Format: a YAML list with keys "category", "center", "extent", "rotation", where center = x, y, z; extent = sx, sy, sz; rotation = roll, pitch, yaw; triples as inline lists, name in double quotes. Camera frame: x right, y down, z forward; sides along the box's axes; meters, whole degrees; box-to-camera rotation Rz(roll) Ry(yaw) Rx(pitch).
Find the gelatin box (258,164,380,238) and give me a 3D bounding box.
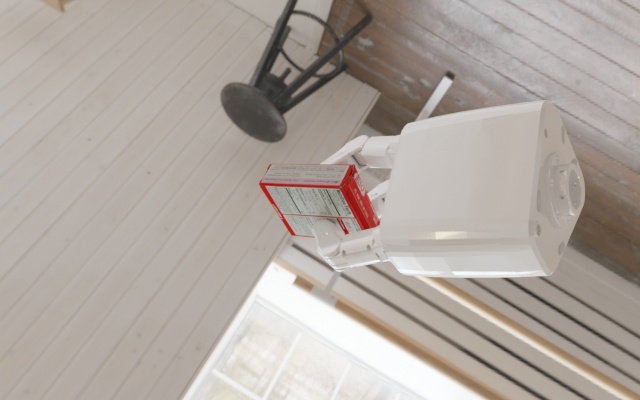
- category: "gelatin box"
  center: [0.000, 0.002, 0.426]
  extent: [0.089, 0.030, 0.073]
  rotation: [2, -41, 32]
